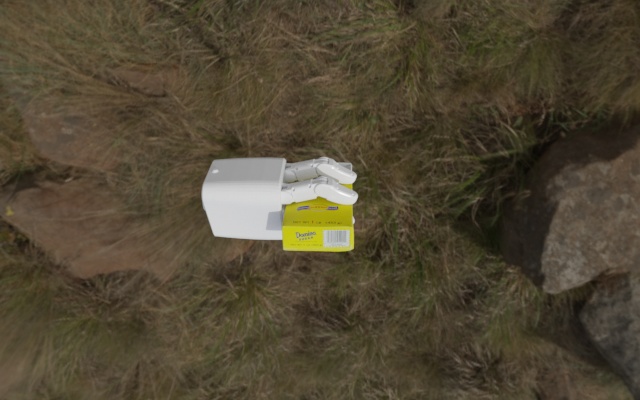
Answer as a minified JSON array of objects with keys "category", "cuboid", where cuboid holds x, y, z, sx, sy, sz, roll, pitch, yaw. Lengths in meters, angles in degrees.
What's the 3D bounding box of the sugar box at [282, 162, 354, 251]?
[{"category":"sugar box","cuboid":[0.000,0.002,0.682,0.093,0.048,0.176,1,35,1]}]
